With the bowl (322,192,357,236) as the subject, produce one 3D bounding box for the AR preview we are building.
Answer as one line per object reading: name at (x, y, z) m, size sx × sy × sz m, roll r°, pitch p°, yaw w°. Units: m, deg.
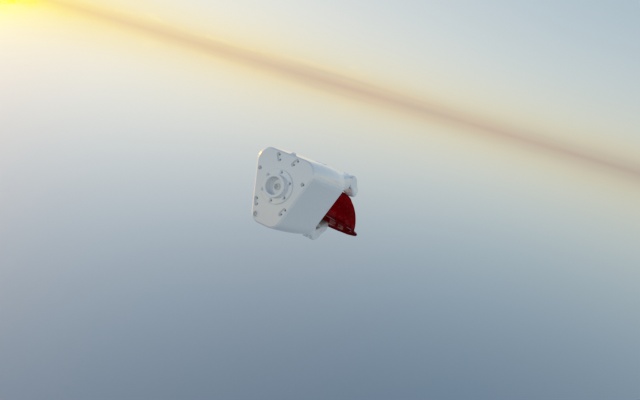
bowl at (0.000, 0.003, 0.821) m, size 0.162 × 0.055 × 0.162 m, roll 26°, pitch -8°, yaw 4°
